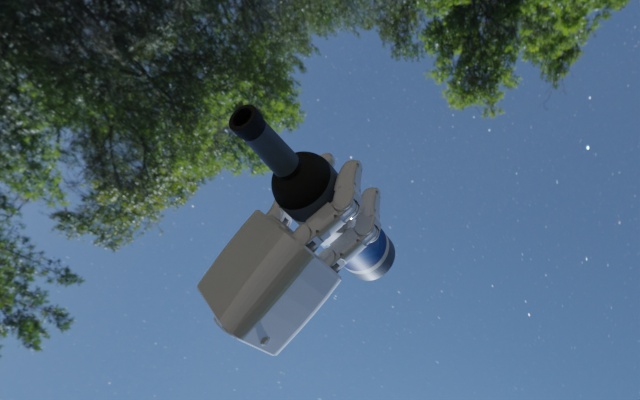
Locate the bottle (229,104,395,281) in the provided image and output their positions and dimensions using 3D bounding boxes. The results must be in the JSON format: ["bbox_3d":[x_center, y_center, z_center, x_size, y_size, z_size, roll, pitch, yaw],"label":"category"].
[{"bbox_3d":[0.000,0.002,0.507,0.069,0.069,0.296,0,-29,30],"label":"bottle"}]
